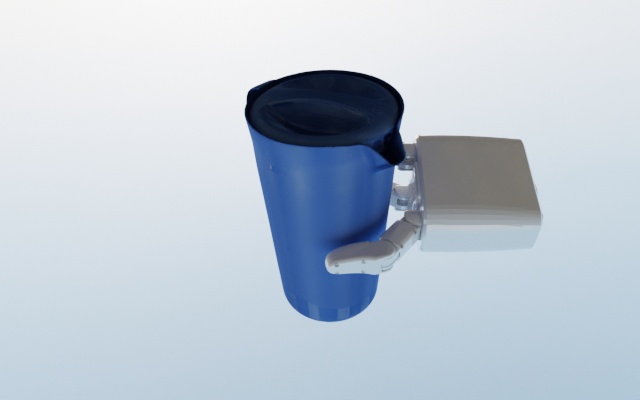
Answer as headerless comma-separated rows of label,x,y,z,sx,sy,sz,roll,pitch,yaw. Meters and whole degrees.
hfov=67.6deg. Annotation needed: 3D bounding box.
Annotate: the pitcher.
pitcher,0.000,0.002,0.476,0.145,0.243,0.149,-1,40,1
